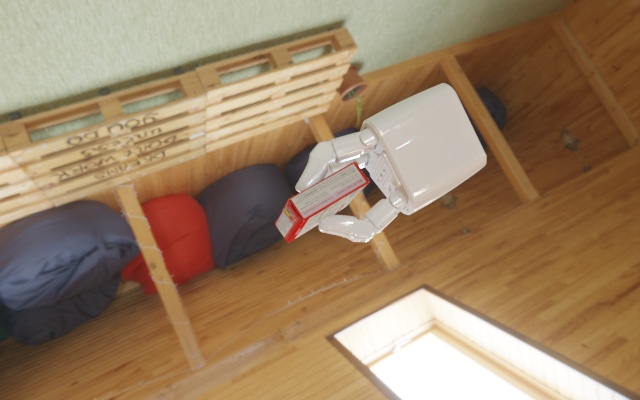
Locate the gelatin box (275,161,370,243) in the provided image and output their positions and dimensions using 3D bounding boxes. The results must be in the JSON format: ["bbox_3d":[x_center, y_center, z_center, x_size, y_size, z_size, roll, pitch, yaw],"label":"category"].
[{"bbox_3d":[0.000,0.002,0.503,0.089,0.030,0.073,-31,-9,-25],"label":"gelatin box"}]
